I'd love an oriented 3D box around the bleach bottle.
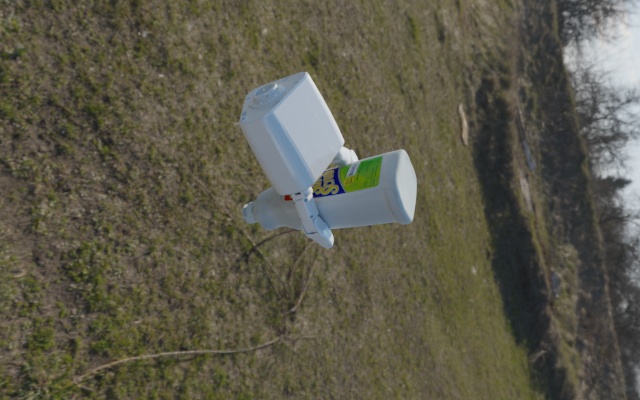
[{"bbox_3d":[0.000,0.002,0.653,0.251,0.068,0.102,-12,36,26],"label":"bleach bottle"}]
